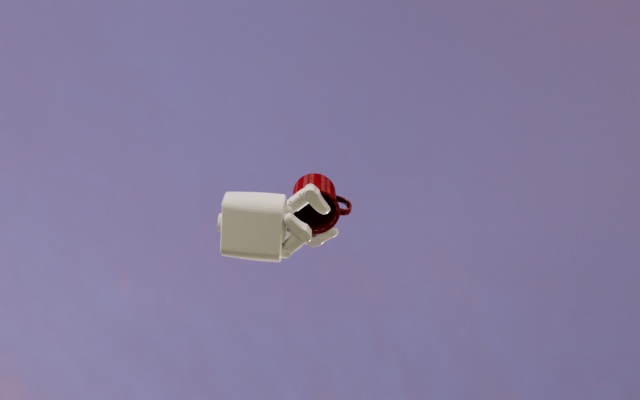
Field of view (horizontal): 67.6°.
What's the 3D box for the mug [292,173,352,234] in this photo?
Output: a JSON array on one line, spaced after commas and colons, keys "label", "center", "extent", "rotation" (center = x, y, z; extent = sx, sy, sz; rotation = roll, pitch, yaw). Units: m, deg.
[{"label": "mug", "center": [0.002, 0.003, 0.880], "extent": [0.117, 0.093, 0.081], "rotation": [6, 29, -4]}]
